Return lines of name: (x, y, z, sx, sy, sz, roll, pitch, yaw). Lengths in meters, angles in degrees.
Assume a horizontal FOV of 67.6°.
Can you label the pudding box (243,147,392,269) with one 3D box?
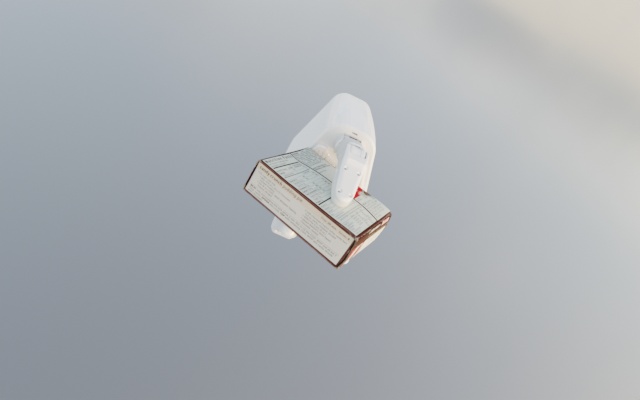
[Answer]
pudding box: (0.000, 0.001, 0.435, 0.113, 0.039, 0.090, 38, 28, 15)
